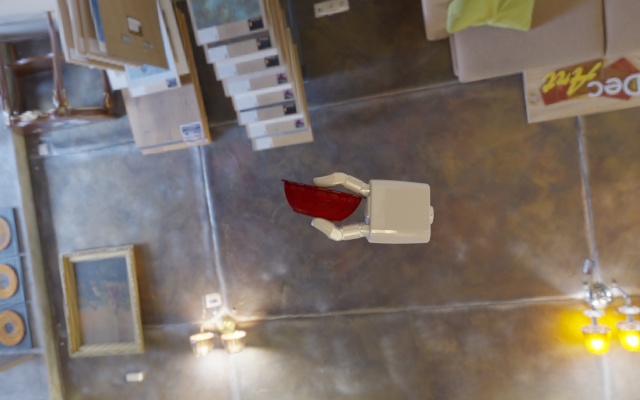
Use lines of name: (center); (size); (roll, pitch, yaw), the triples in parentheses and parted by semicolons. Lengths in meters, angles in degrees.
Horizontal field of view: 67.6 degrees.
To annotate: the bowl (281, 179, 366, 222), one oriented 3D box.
bowl: (-0.001, 0.003, 0.886); (0.162, 0.055, 0.162); (12, 2, 0)
